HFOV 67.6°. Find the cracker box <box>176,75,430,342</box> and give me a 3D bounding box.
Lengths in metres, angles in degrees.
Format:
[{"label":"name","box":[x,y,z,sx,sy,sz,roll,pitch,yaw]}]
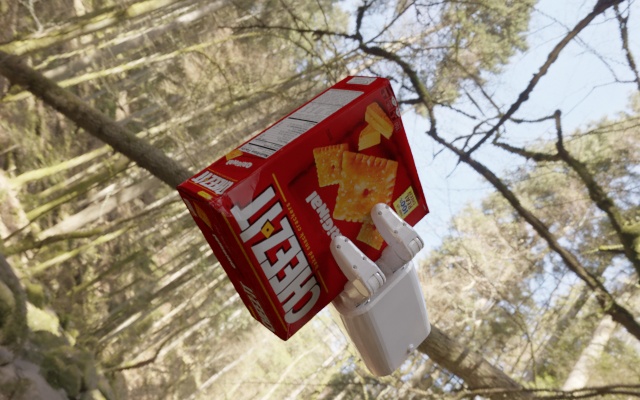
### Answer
[{"label":"cracker box","box":[0.000,0.001,0.461,0.213,0.164,0.072,-38,33,-25]}]
